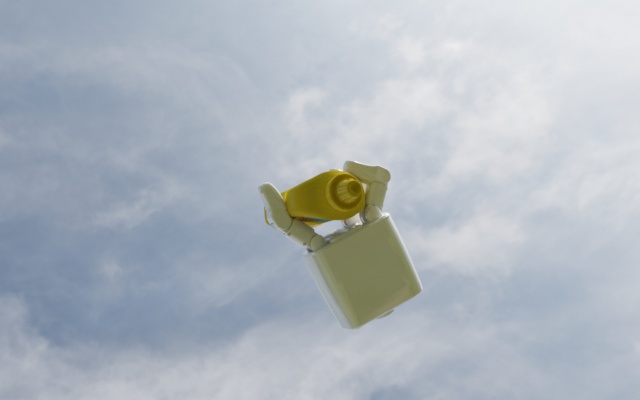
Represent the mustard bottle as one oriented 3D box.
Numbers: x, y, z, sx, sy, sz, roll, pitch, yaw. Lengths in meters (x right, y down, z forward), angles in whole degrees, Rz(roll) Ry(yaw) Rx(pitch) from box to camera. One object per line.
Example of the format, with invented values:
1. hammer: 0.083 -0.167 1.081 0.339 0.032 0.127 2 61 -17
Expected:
1. mustard bottle: 0.000 0.002 0.587 0.096 0.058 0.191 -1 -8 -22
